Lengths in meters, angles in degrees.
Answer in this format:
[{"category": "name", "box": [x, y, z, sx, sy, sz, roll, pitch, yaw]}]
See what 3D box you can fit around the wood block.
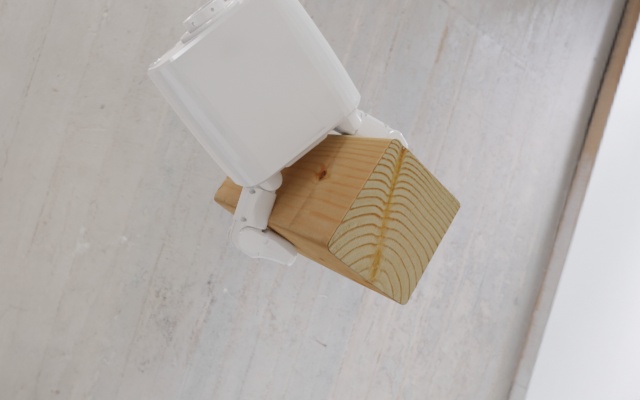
[{"category": "wood block", "box": [0.000, 0.001, 0.415, 0.090, 0.091, 0.206, 39, -12, -32]}]
